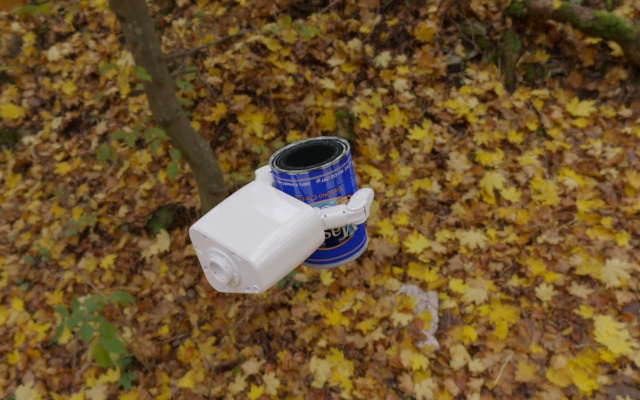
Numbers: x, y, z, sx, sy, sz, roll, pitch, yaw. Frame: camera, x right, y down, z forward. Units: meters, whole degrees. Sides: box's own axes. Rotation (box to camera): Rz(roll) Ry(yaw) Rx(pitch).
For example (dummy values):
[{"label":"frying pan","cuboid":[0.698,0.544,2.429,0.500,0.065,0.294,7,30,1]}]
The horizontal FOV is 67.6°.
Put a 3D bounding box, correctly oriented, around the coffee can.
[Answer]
[{"label":"coffee can","cuboid":[0.000,0.002,0.618,0.103,0.140,0.102,-10,28,6]}]
